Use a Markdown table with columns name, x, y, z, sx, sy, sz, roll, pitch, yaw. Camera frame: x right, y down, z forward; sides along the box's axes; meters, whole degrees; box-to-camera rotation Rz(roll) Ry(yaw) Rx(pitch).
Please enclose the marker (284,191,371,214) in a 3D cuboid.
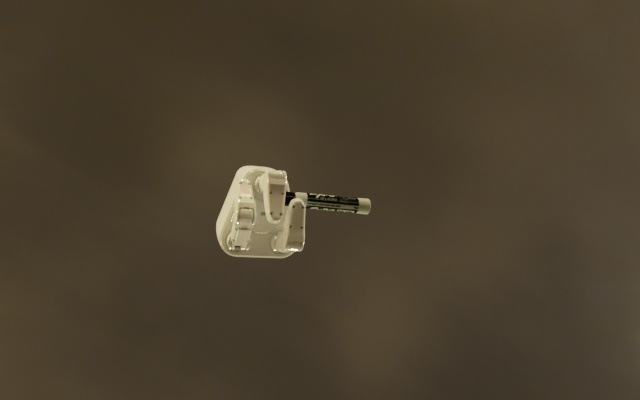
| name | x | y | z | sx | sy | sz | roll | pitch | yaw |
| --- | --- | --- | --- | --- | --- | --- | --- | --- | --- |
| marker | 0.000 | 0.002 | 0.561 | 0.121 | 0.020 | 0.020 | 6 | -2 | -17 |
